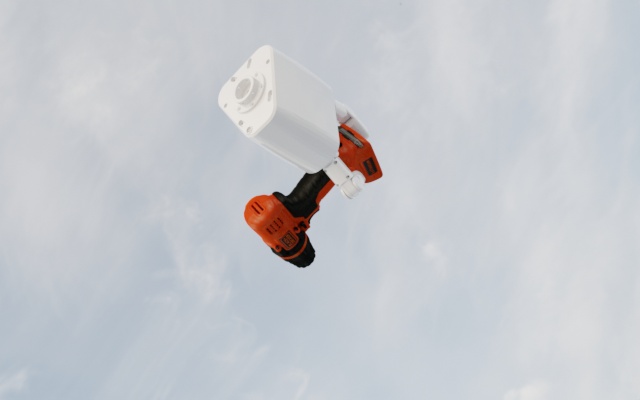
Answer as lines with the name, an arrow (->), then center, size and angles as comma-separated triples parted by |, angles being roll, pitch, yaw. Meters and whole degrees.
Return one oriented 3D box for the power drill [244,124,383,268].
power drill -> 0.000, 0.002, 0.649 | 0.057, 0.187, 0.184 | 40, -8, 29
